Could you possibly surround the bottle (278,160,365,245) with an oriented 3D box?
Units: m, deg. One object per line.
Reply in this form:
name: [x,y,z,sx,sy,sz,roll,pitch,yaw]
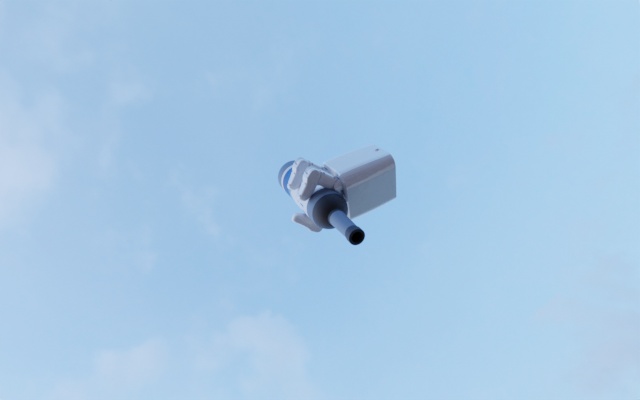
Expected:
bottle: [0.000,0.003,0.842,0.069,0.069,0.295,0,21,-24]
